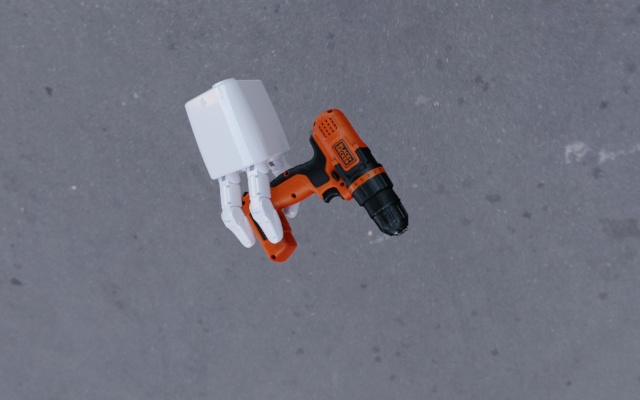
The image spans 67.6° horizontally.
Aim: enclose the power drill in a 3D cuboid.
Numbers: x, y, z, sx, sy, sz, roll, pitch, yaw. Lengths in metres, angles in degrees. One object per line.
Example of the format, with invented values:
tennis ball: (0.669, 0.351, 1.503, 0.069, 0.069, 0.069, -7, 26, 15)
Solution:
power drill: (0.000, 0.002, 0.623, 0.188, 0.184, 0.057, -35, -15, 16)
